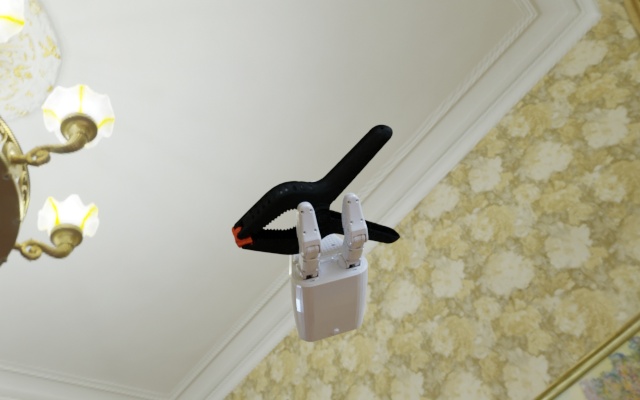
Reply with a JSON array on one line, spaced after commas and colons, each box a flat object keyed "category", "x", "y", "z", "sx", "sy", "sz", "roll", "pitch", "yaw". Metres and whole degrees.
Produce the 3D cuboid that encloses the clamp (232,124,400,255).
[{"category": "clamp", "x": -0.001, "y": 0.002, "z": 0.555, "sx": 0.210, "sy": 0.165, "sz": 0.036, "roll": -12, "pitch": 32, "yaw": -15}]
